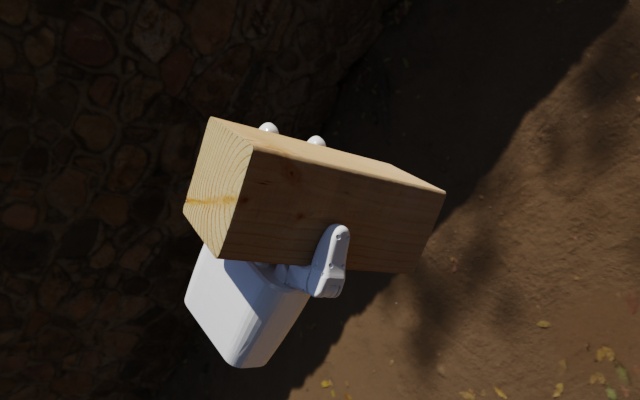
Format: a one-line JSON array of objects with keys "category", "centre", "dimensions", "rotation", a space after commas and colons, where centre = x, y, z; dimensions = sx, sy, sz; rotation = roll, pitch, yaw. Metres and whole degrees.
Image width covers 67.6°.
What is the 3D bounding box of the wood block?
[{"category": "wood block", "centre": [0.000, 0.002, 0.426], "dimensions": [0.206, 0.090, 0.090], "rotation": [10, 17, -36]}]
